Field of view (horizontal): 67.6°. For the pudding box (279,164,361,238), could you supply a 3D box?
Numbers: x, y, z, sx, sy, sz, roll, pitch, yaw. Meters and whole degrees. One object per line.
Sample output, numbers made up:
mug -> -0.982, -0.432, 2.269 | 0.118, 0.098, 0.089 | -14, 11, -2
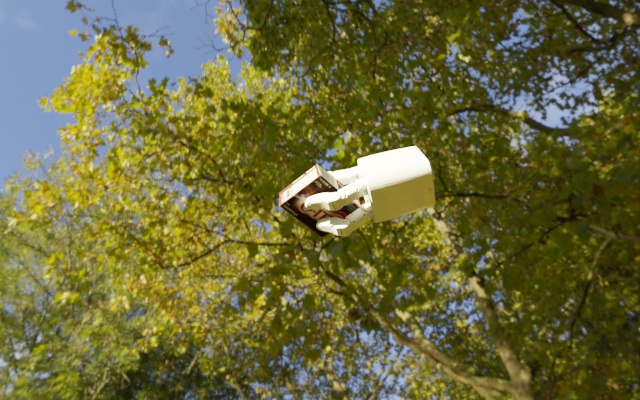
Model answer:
pudding box -> 0.000, 0.002, 0.798 | 0.090, 0.039, 0.113 | -37, -55, 21
